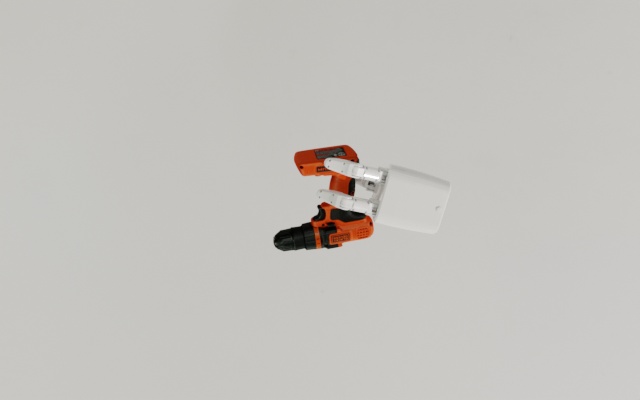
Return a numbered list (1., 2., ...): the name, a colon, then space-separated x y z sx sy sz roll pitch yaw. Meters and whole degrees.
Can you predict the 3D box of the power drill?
1. power drill: 0.000 0.002 0.832 0.184 0.188 0.057 -10 34 -8
